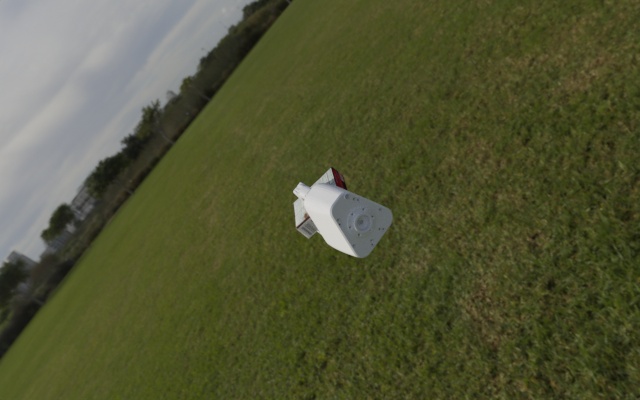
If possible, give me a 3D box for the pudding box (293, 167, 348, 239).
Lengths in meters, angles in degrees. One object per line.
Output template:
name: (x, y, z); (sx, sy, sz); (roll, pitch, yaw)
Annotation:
pudding box: (0.000, 0.003, 0.888); (0.039, 0.113, 0.090); (40, 20, -25)
